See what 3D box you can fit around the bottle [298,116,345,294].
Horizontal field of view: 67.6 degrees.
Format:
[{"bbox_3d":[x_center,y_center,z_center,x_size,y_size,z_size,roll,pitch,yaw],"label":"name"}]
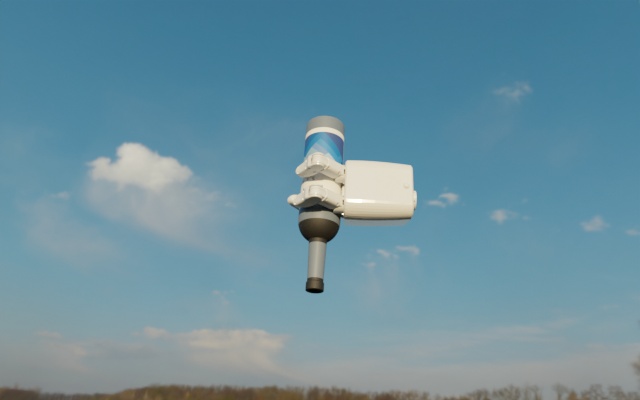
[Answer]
[{"bbox_3d":[0.000,0.002,0.768,0.069,0.295,0.069,3,-27,2],"label":"bottle"}]
